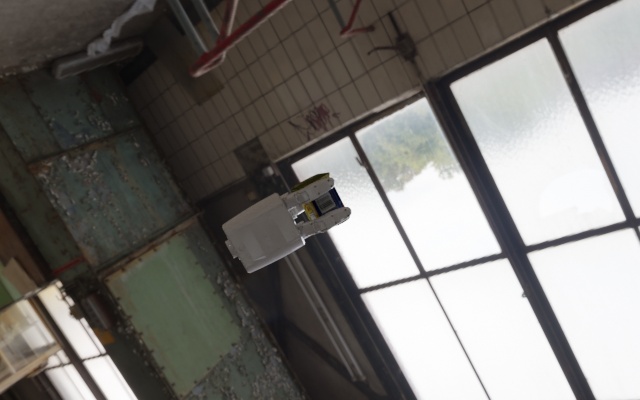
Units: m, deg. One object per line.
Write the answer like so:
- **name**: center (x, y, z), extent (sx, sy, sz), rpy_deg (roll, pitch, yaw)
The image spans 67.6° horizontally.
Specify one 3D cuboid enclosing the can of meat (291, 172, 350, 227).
- **can of meat**: center (0.000, 0.003, 0.816), extent (0.057, 0.084, 0.102), rpy_deg (-30, 8, -13)
